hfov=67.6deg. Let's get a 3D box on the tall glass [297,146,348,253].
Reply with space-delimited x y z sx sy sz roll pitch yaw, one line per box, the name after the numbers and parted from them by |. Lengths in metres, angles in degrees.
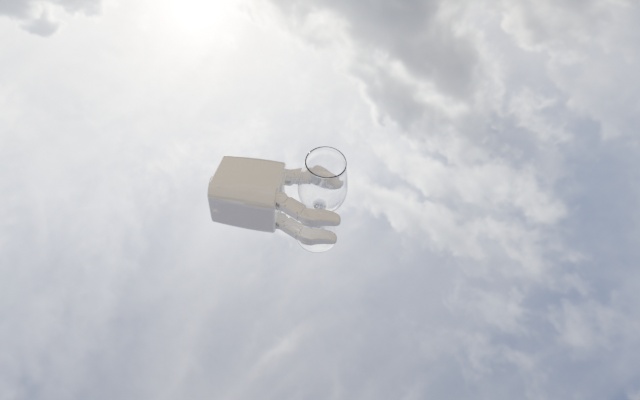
0.000 0.003 0.772 0.079 0.079 0.201 0 -36 -6 | tall glass
